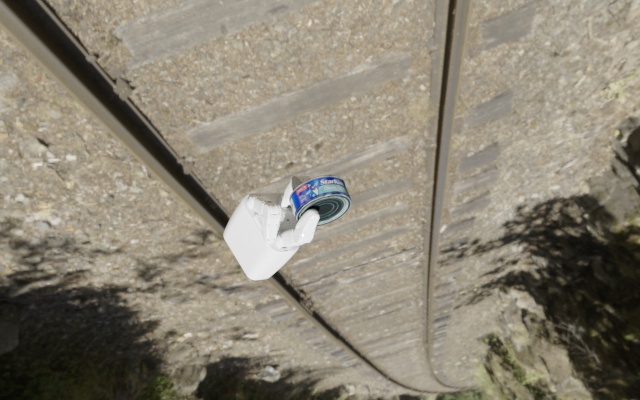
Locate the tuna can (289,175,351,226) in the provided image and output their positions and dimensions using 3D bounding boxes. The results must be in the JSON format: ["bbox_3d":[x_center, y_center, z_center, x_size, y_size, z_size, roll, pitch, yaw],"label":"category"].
[{"bbox_3d":[0.000,0.003,0.687,0.086,0.033,0.086,-15,-30,-9],"label":"tuna can"}]
